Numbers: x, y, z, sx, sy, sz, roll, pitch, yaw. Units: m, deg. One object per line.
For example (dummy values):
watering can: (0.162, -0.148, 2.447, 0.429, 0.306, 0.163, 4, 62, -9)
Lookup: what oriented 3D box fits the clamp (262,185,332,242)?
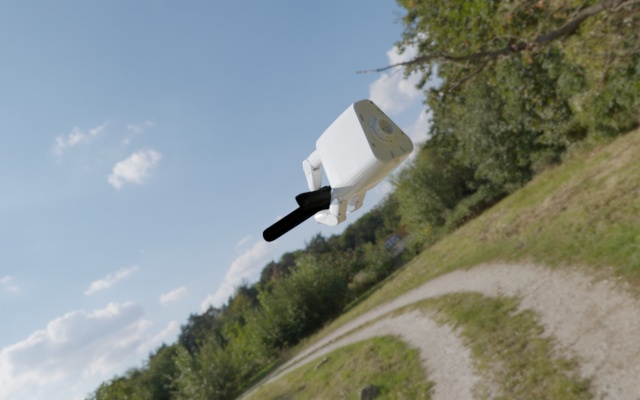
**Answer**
clamp: (0.000, 0.002, 0.820, 0.210, 0.036, 0.165, -26, -9, -41)
